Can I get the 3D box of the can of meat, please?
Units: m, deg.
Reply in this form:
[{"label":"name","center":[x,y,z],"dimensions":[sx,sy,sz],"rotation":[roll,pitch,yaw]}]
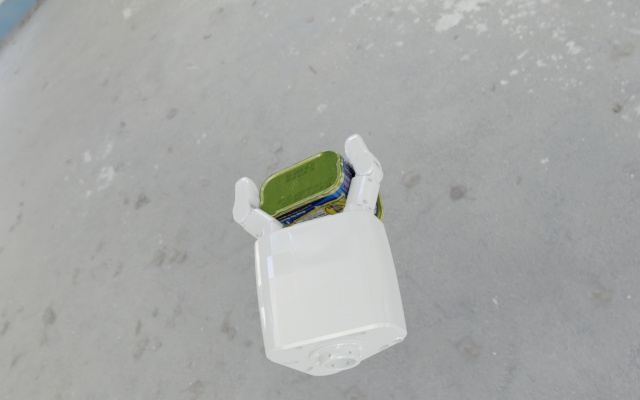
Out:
[{"label":"can of meat","center":[0.000,0.001,0.490],"dimensions":[0.102,0.057,0.084],"rotation":[-23,-38,23]}]
